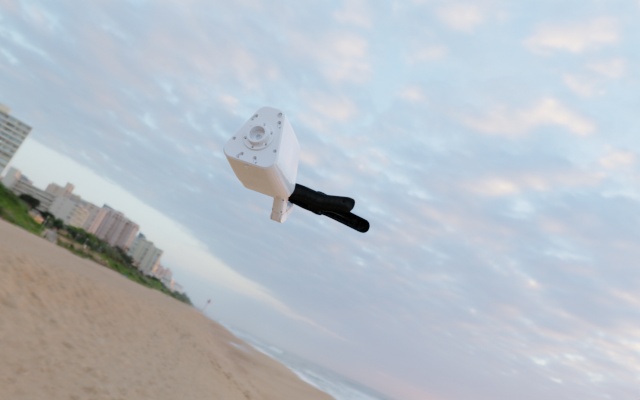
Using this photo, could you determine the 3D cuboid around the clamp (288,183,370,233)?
[{"bbox_3d":[0.000,0.002,0.810,0.171,0.039,0.120,19,-21,16],"label":"clamp"}]
